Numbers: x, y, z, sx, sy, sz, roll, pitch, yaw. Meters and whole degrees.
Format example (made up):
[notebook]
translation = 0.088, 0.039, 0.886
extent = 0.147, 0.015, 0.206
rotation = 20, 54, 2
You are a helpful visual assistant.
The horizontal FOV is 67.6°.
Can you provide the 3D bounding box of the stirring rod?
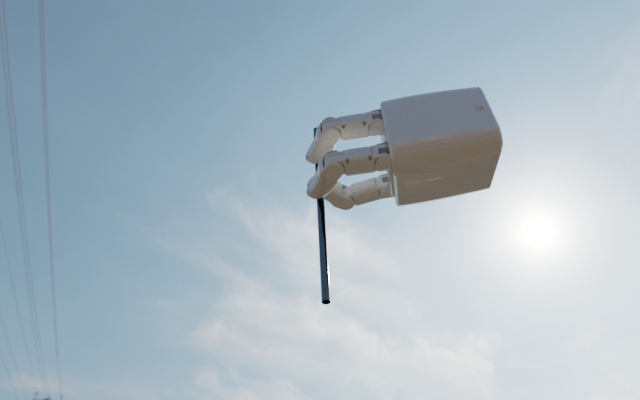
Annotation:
[stirring rod]
translation = 0.000, 0.002, 0.503
extent = 0.011, 0.239, 0.011
rotation = -2, -43, -2
